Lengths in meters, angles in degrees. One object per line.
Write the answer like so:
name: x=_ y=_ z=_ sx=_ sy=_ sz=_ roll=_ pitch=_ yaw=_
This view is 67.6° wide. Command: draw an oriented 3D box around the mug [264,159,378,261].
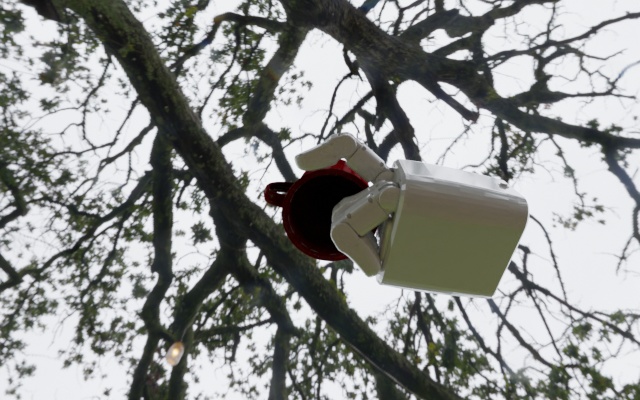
mug: x=-0.001 y=0.001 z=0.491 sx=0.117 sy=0.093 sz=0.081 roll=10 pitch=17 yaw=1
